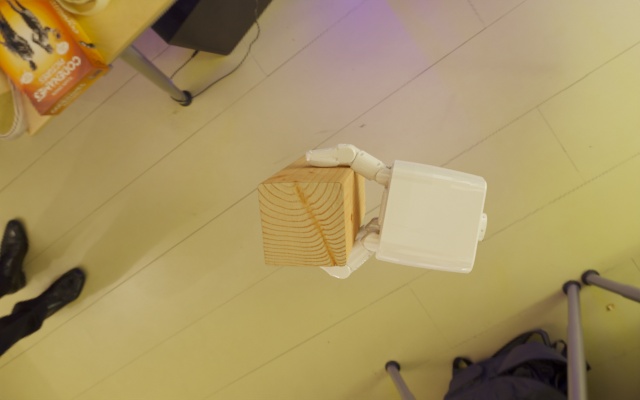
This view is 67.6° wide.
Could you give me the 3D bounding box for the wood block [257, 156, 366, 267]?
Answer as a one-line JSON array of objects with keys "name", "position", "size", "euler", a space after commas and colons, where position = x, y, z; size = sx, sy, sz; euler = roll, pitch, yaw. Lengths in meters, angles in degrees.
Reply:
[{"name": "wood block", "position": [0.000, 0.002, 0.583], "size": [0.090, 0.091, 0.206], "euler": [-1, 13, 11]}]
